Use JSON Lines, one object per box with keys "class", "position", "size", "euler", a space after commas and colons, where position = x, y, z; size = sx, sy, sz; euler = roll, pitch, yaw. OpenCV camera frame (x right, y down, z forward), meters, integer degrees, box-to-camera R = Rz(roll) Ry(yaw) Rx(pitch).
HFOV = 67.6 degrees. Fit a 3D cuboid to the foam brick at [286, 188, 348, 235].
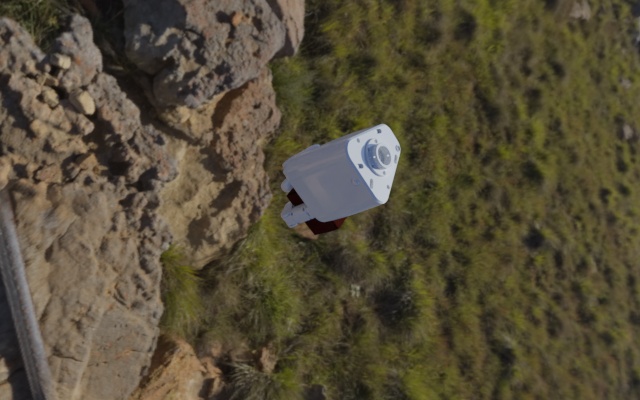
{"class": "foam brick", "position": [0.000, 0.002, 0.690], "size": [0.051, 0.078, 0.053], "euler": [-17, 26, 43]}
